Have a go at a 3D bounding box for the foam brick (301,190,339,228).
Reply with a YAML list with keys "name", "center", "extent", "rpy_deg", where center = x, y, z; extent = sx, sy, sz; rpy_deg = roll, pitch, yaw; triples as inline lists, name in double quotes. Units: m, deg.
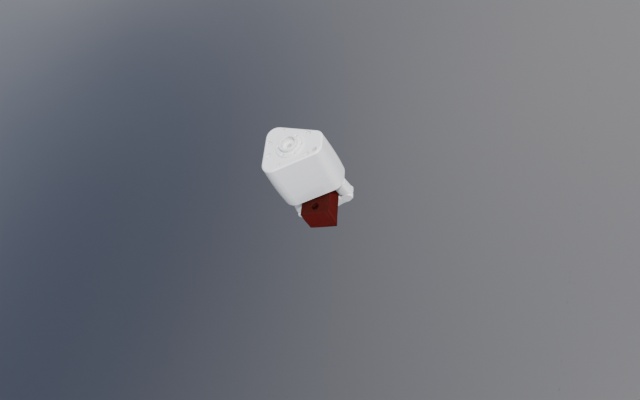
- name: "foam brick"
  center: [0.000, 0.003, 0.858]
  extent: [0.053, 0.078, 0.051]
  rpy_deg: [-7, -32, 19]
